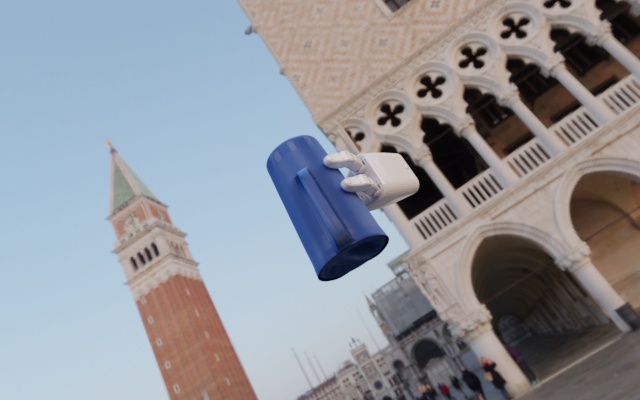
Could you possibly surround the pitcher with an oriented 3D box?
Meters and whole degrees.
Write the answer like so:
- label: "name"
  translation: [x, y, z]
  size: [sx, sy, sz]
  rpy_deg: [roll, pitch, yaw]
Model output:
- label: "pitcher"
  translation: [0.000, 0.003, 0.815]
  size: [0.145, 0.242, 0.149]
  rpy_deg: [-10, -32, -39]
